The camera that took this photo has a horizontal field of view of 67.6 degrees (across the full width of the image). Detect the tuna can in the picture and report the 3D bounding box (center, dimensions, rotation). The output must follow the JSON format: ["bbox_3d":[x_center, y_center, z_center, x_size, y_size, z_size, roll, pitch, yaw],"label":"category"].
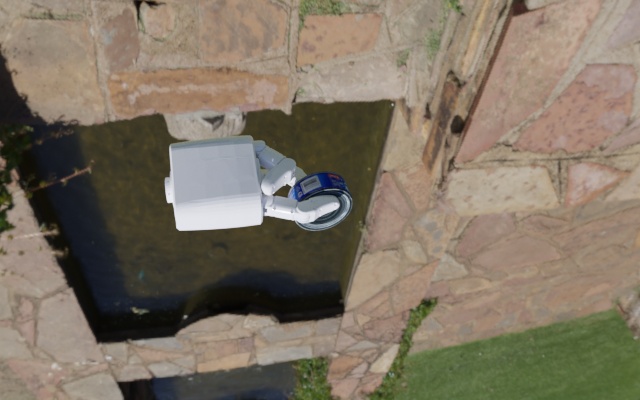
[{"bbox_3d":[0.000,0.003,0.656,0.086,0.033,0.086,-12,-41,-11],"label":"tuna can"}]
